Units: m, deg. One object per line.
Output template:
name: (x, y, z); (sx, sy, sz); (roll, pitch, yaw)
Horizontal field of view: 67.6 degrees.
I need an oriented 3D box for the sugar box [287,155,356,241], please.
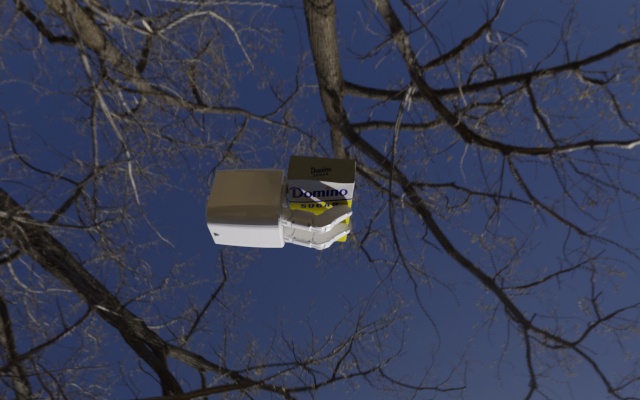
sugar box: (0.000, 0.003, 0.717); (0.093, 0.048, 0.176); (4, -29, 2)
